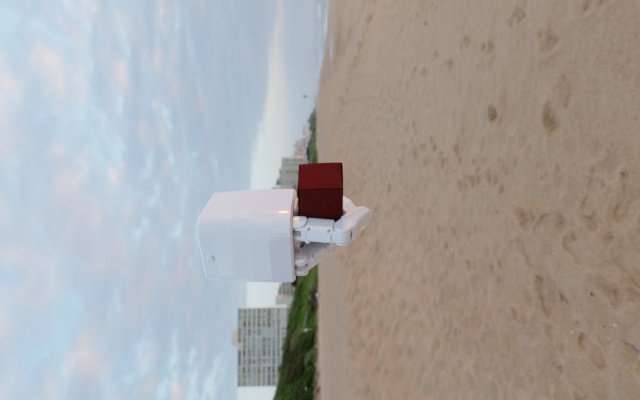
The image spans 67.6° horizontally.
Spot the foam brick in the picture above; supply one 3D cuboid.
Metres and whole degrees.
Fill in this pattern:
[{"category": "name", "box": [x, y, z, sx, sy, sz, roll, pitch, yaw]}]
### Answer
[{"category": "foam brick", "box": [0.000, 0.002, 0.555, 0.051, 0.078, 0.053, 0, 37, 1]}]
